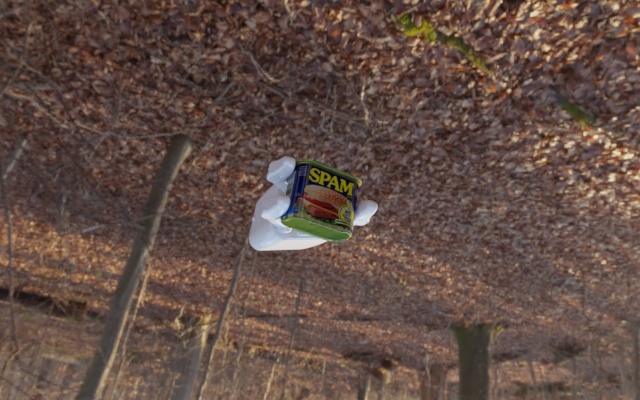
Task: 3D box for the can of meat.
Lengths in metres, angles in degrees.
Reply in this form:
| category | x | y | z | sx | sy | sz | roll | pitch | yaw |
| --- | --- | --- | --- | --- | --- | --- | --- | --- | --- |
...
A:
| category | x | y | z | sx | sy | sz | roll | pitch | yaw |
| --- | --- | --- | --- | --- | --- | --- | --- | --- | --- |
| can of meat | 0.000 | 0.002 | 0.647 | 0.102 | 0.084 | 0.057 | 20 | -24 | -24 |
